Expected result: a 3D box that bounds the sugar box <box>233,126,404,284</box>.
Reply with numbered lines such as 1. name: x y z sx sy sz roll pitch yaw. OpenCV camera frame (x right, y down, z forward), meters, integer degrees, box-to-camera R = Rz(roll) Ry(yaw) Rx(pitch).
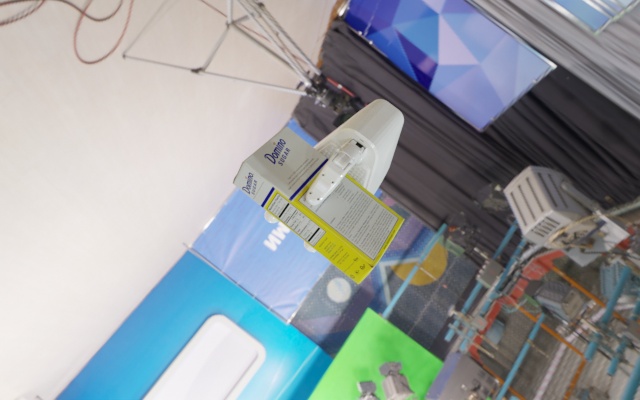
1. sugar box: 0.000 0.002 0.532 0.093 0.176 0.048 -49 -5 -46
